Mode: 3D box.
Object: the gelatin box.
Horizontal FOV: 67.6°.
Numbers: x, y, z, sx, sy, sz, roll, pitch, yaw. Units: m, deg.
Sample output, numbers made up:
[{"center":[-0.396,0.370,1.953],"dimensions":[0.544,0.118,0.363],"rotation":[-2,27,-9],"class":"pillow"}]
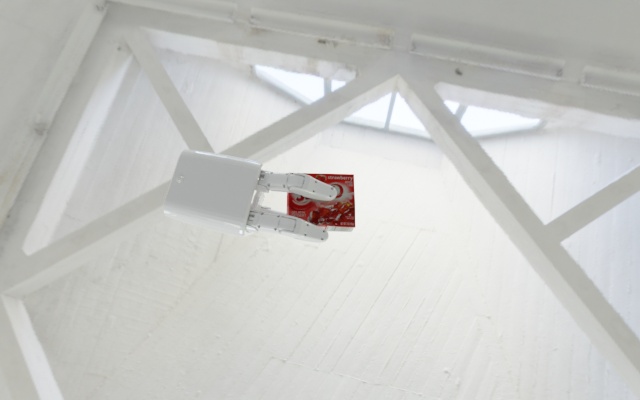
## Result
[{"center":[0.000,0.002,0.625],"dimensions":[0.089,0.073,0.030],"rotation":[2,-17,-8],"class":"gelatin box"}]
